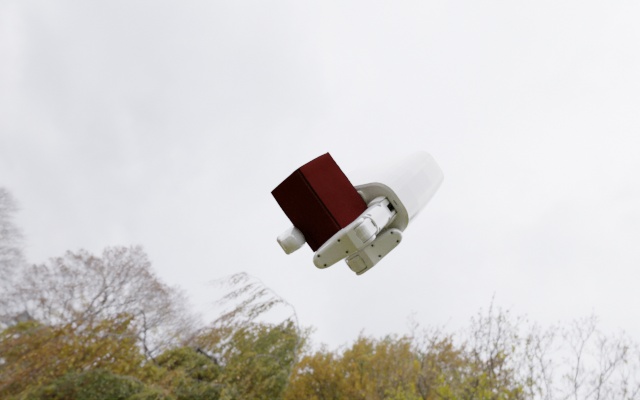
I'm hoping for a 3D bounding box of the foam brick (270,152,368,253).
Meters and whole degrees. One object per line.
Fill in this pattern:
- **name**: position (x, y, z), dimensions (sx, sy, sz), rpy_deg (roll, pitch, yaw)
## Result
- **foam brick**: position (0.000, 0.001, 0.472), dimensions (0.053, 0.078, 0.051), rpy_deg (-33, 3, 46)
